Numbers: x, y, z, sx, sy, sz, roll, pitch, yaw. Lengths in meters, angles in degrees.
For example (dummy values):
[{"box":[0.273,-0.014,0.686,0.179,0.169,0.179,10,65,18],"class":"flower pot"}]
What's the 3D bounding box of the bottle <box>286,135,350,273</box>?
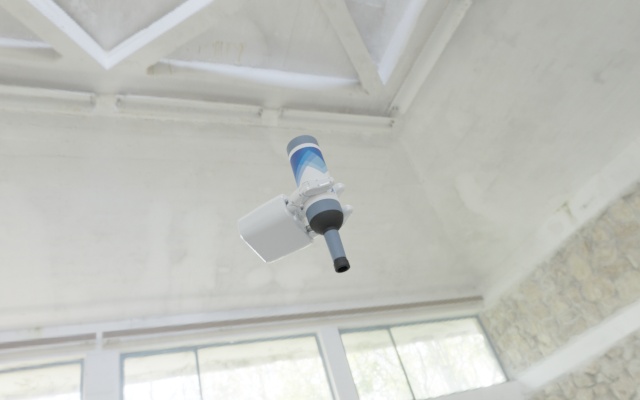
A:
[{"box":[0.000,0.003,0.894,0.069,0.295,0.069,-12,-36,-9],"class":"bottle"}]
